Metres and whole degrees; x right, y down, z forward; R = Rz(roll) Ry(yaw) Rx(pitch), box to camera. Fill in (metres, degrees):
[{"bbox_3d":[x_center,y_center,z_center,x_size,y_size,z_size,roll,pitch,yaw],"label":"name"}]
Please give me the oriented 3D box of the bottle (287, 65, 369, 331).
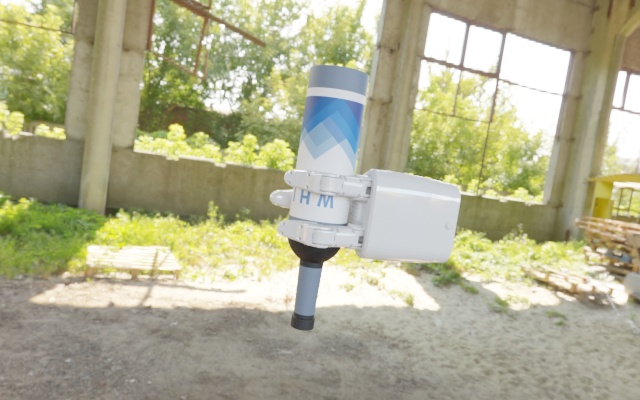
[{"bbox_3d":[0.000,0.002,0.544,0.069,0.296,0.069,8,4,-1],"label":"bottle"}]
